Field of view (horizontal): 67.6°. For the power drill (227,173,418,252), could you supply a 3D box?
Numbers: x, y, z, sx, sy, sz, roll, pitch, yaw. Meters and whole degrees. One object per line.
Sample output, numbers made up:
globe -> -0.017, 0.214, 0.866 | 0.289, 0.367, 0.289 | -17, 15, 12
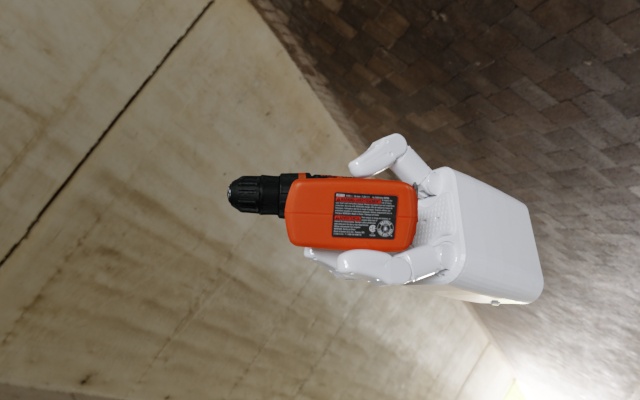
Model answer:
power drill -> 0.000, 0.002, 0.451 | 0.184, 0.057, 0.187 | 1, 6, -7
